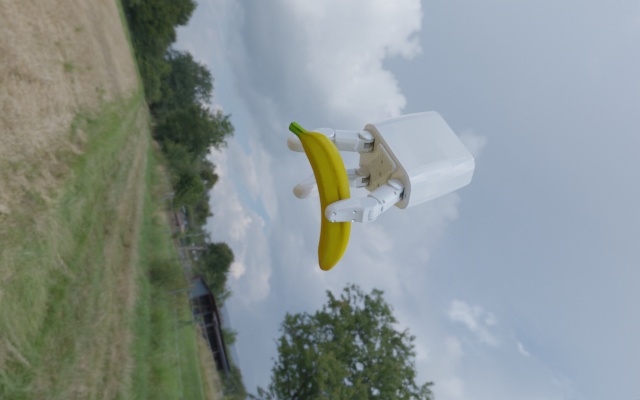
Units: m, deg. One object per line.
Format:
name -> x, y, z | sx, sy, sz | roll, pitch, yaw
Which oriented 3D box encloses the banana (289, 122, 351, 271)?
banana -> 0.009, 0.002, 0.576 | 0.037, 0.198, 0.069 | -20, 20, -28
